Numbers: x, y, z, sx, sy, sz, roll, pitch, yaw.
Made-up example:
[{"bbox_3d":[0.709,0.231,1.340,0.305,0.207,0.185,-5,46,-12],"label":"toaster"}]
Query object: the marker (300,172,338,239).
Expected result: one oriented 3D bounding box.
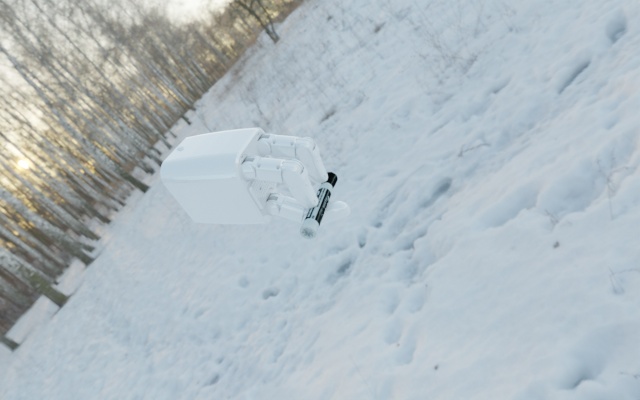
[{"bbox_3d":[0.000,0.002,0.572,0.020,0.020,0.121,0,35,16],"label":"marker"}]
